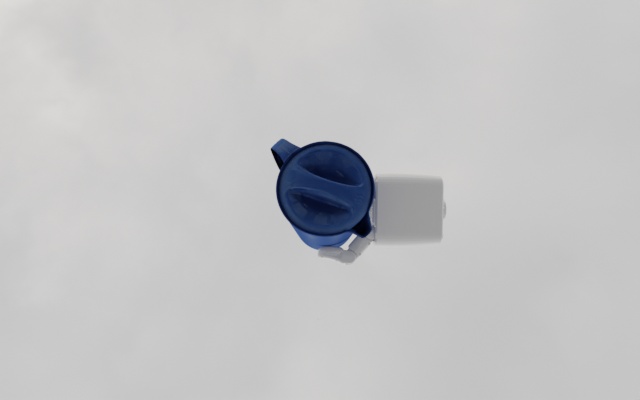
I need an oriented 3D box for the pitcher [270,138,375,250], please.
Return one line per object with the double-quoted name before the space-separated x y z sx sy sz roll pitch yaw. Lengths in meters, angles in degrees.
"pitcher" 0.000 0.003 0.750 0.145 0.149 0.243 0 -14 0
